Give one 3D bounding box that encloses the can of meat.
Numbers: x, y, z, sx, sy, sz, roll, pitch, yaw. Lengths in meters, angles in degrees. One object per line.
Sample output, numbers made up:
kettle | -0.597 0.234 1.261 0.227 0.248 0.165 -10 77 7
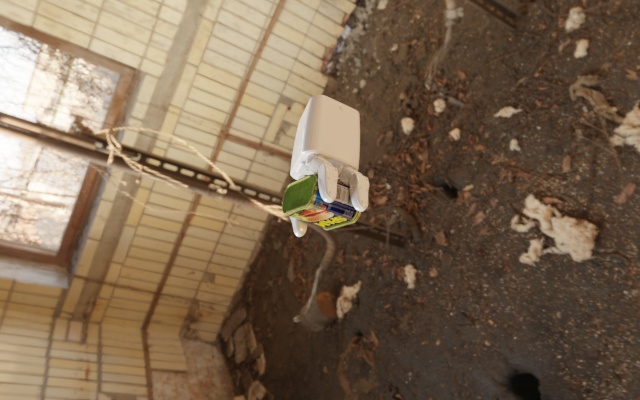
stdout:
can of meat | 0.000 0.002 0.725 0.084 0.057 0.102 19 -21 -29
